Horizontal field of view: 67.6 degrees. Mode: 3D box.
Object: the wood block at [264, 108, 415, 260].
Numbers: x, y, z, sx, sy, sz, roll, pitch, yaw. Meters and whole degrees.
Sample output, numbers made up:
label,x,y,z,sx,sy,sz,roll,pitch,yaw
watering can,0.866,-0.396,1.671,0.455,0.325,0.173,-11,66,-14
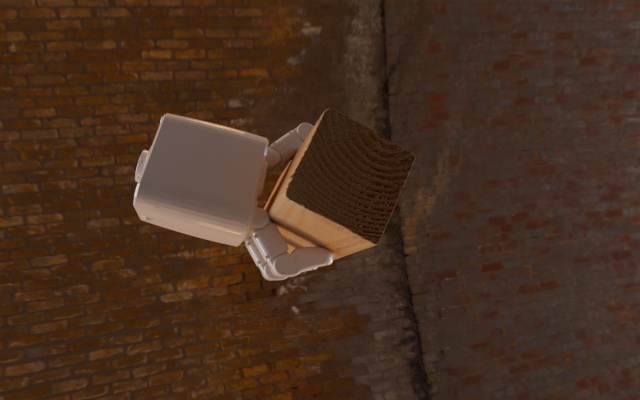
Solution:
label,x,y,z,sx,sy,sz,roll,pitch,yaw
wood block,0.000,0.001,0.487,0.090,0.090,0.206,28,-18,-8
